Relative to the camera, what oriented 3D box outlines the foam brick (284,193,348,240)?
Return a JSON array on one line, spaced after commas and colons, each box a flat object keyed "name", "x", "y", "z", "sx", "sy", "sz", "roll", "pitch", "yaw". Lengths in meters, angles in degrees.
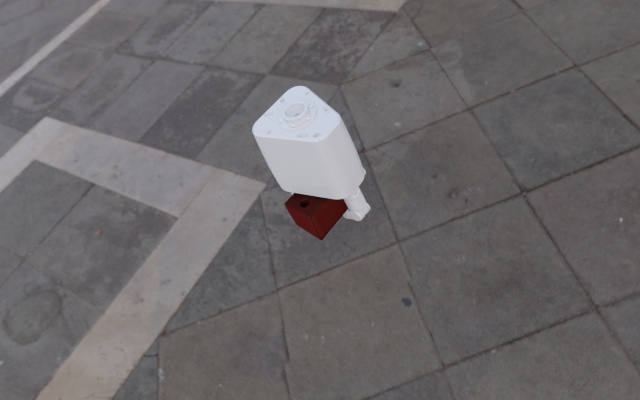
[{"name": "foam brick", "x": 0.000, "y": 0.002, "z": 0.646, "sx": 0.053, "sy": 0.078, "sz": 0.051, "roll": 27, "pitch": -23, "yaw": 36}]
